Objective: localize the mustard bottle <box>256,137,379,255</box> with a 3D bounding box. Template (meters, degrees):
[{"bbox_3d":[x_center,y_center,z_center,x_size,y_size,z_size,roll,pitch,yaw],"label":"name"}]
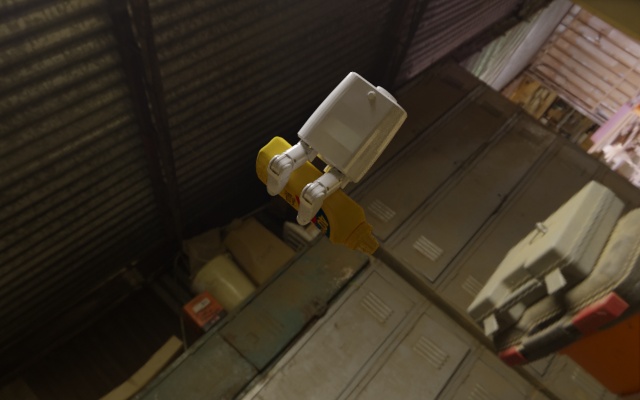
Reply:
[{"bbox_3d":[0.000,0.002,0.633,0.191,0.058,0.096,41,-19,15],"label":"mustard bottle"}]
